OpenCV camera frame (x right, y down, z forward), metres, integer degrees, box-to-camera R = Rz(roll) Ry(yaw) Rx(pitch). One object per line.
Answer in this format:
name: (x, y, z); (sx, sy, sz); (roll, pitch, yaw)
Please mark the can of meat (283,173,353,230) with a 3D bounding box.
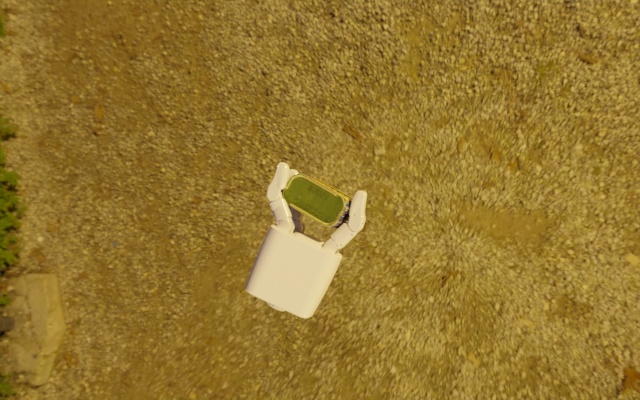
can of meat: (0.000, 0.002, 0.733); (0.102, 0.057, 0.084); (29, 4, 16)
